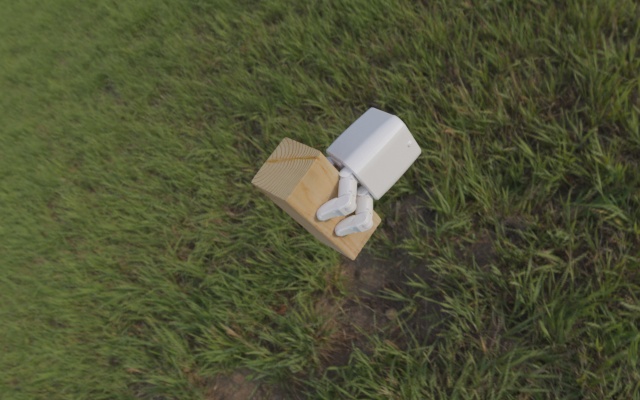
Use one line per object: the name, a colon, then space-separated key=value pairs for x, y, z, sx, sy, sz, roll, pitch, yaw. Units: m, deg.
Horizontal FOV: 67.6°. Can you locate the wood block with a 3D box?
wood block: x=0.000 y=0.002 z=0.767 sx=0.090 sy=0.090 sz=0.206 roll=28 pitch=-12 yaw=44
